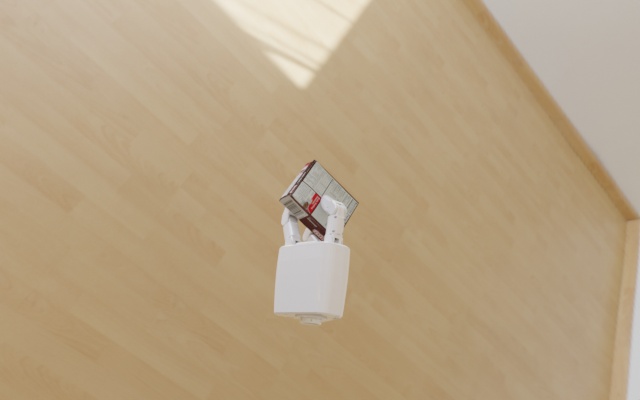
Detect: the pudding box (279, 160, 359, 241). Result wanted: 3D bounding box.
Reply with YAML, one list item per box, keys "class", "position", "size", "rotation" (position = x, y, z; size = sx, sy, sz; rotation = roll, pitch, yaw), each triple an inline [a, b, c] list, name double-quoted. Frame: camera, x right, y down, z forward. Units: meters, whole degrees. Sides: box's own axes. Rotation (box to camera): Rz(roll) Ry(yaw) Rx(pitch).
- class: "pudding box"
  position: [0.000, 0.003, 0.796]
  size: [0.113, 0.090, 0.039]
  rotation: [46, -35, -17]
